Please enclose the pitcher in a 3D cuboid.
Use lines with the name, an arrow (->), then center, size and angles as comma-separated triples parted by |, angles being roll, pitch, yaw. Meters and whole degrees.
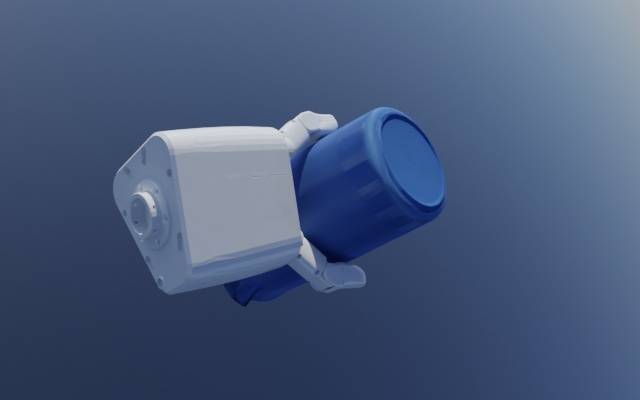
pitcher -> 0.000, 0.002, 0.487 | 0.243, 0.149, 0.145 | -29, -14, 40
